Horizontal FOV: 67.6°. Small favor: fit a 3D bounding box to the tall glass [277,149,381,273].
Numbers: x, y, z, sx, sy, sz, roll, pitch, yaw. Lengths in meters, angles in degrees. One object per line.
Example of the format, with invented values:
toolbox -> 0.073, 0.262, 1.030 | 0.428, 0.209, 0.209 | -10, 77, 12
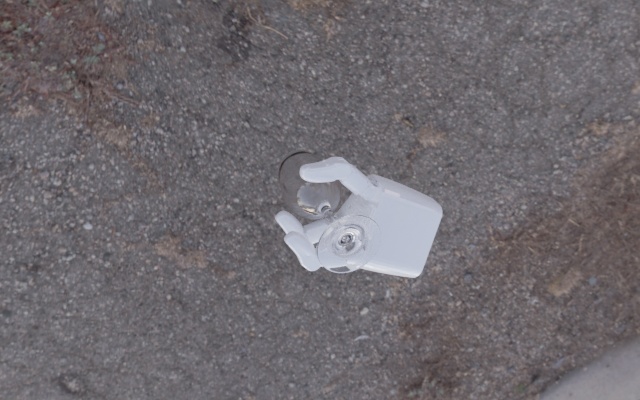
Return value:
tall glass -> 0.000, 0.002, 0.595 | 0.079, 0.079, 0.201 | 0, 28, -21
